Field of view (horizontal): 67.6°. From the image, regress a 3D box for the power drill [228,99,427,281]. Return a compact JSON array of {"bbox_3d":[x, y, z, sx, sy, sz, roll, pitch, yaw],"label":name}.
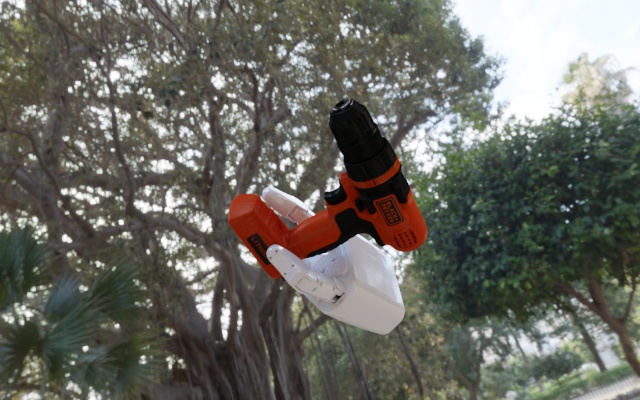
[{"bbox_3d":[0.000,0.002,0.505,0.188,0.184,0.057,-20,30,20],"label":"power drill"}]
